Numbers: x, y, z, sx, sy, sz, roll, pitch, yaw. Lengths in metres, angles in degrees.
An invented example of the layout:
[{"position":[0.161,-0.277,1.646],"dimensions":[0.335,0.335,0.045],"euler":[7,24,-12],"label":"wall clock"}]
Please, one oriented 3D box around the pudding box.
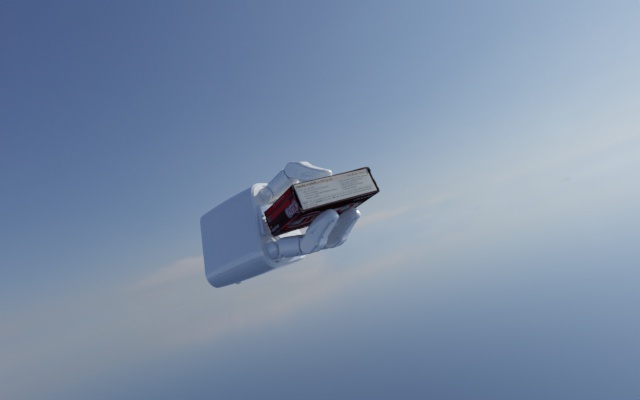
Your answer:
[{"position":[0.000,0.002,0.572],"dimensions":[0.113,0.039,0.090],"euler":[-17,-11,-32],"label":"pudding box"}]
